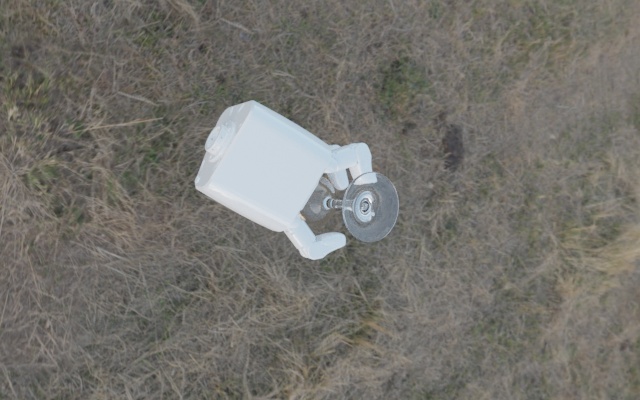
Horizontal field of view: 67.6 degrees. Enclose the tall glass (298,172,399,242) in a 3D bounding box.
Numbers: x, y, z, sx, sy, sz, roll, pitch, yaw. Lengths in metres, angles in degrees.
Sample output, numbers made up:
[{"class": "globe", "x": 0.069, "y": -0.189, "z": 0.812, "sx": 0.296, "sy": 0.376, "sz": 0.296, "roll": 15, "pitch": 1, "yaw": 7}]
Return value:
[{"class": "tall glass", "x": 0.001, "y": 0.002, "z": 0.583, "sx": 0.079, "sy": 0.079, "sz": 0.201, "roll": 0, "pitch": 3, "yaw": -33}]
